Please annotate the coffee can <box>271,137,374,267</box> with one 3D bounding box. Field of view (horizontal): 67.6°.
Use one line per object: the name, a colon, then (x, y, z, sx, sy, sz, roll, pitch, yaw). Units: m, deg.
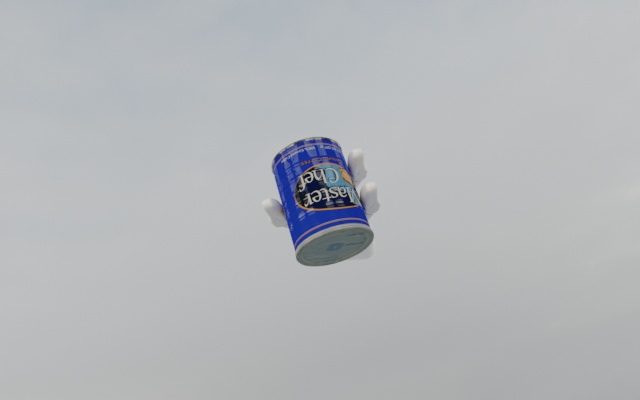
coffee can: (0.000, 0.002, 0.633, 0.103, 0.140, 0.103, -14, -28, -8)
